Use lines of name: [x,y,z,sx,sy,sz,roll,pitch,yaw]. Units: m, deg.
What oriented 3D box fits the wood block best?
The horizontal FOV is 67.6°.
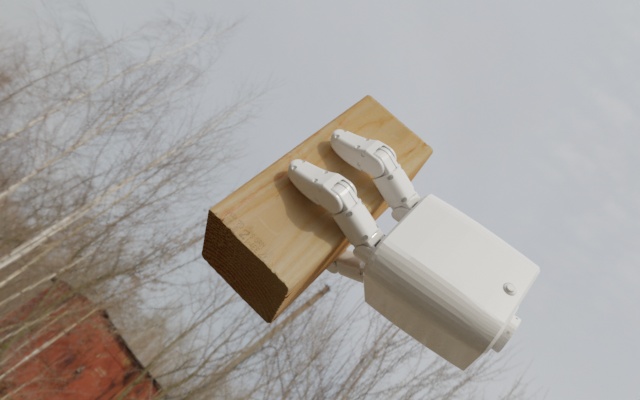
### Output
wood block: [0.000,0.002,0.443,0.206,0.090,0.091,-40,-13,-33]
